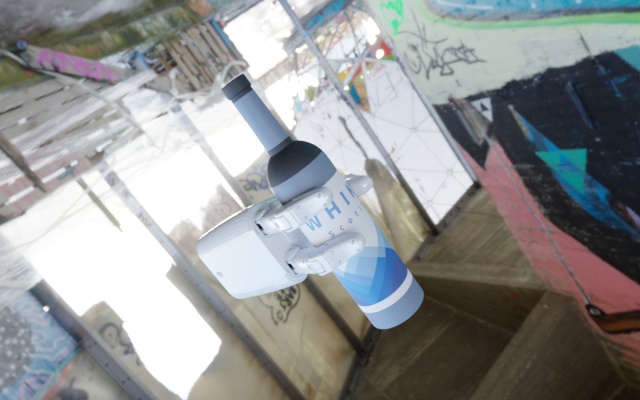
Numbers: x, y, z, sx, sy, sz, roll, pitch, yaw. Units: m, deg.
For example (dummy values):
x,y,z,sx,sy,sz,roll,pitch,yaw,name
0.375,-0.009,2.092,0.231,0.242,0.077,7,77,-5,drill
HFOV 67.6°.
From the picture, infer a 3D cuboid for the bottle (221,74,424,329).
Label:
x,y,z,sx,sy,sz,roll,pitch,yaw,name
0.000,0.002,0.491,0.069,0.296,0.069,-34,13,9,bottle
